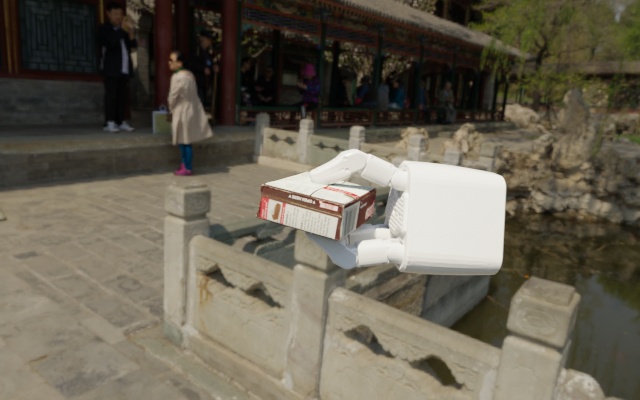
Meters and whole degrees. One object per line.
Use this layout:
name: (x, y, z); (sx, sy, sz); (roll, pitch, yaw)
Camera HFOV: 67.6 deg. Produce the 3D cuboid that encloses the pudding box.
pudding box: (0.000, 0.001, 0.496); (0.090, 0.039, 0.113); (14, 13, 19)
